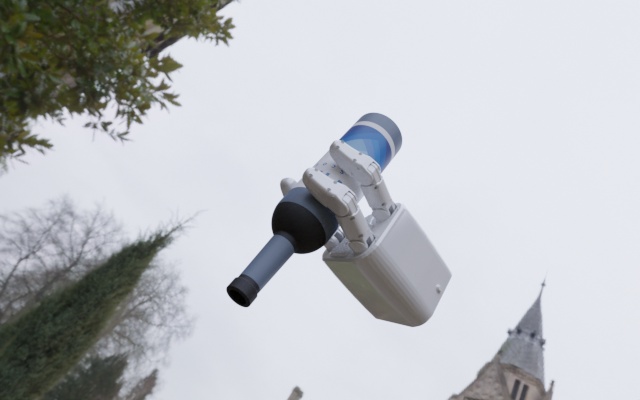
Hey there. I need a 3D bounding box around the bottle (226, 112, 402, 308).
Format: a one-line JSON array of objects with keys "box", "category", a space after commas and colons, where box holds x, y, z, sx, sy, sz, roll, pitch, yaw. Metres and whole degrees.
[{"box": [0.000, 0.002, 0.526, 0.069, 0.069, 0.295, 0, 36, 39], "category": "bottle"}]
